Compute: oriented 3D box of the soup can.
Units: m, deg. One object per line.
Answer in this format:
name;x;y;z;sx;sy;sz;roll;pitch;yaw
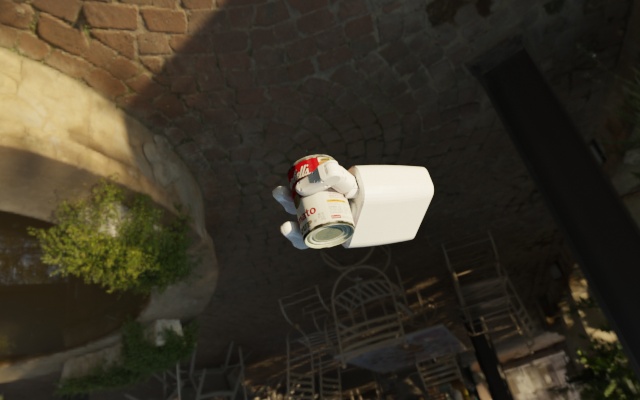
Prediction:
soup can;0.000;0.002;0.613;0.068;0.102;0.068;-11;-29;-6
